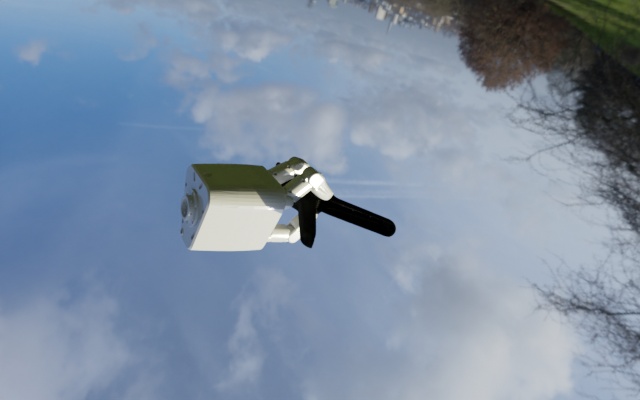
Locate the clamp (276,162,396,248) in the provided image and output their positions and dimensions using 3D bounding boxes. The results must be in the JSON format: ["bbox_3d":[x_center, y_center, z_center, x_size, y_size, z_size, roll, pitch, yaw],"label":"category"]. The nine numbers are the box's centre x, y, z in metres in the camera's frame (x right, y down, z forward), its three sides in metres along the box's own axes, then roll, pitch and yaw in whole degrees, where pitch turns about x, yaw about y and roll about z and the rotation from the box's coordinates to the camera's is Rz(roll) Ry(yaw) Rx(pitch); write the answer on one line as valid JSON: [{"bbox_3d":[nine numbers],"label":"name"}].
[{"bbox_3d":[-0.001,0.003,0.700,0.164,0.036,0.210,2,28,-35],"label":"clamp"}]
